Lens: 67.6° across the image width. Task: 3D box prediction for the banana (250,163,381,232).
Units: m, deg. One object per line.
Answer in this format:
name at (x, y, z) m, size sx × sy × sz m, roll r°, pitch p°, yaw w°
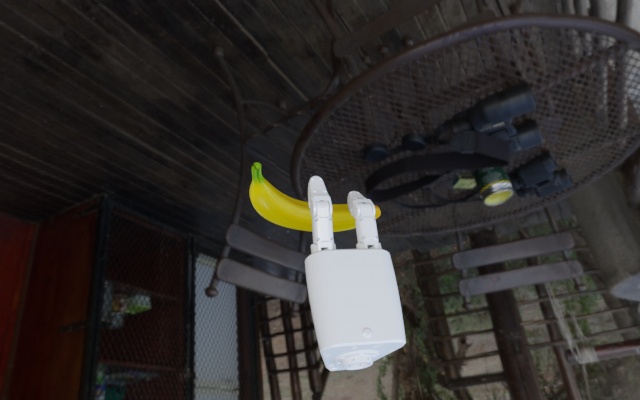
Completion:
banana at (-0.013, 0.011, 0.608) m, size 0.198 × 0.037 × 0.070 m, roll 17°, pitch -45°, yaw -33°
